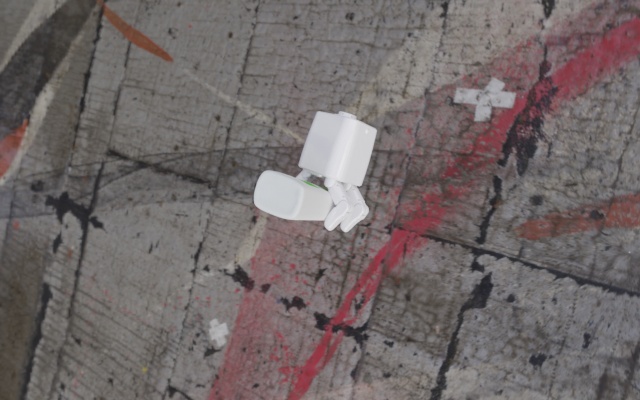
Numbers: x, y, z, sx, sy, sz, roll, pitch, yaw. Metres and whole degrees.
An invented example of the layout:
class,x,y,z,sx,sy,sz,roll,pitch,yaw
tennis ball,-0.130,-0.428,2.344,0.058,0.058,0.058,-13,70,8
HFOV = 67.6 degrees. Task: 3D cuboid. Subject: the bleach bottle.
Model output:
class,x,y,z,sx,sy,sz,roll,pitch,yaw
bleach bottle,0.000,0.003,0.858,0.102,0.068,0.251,21,6,33
